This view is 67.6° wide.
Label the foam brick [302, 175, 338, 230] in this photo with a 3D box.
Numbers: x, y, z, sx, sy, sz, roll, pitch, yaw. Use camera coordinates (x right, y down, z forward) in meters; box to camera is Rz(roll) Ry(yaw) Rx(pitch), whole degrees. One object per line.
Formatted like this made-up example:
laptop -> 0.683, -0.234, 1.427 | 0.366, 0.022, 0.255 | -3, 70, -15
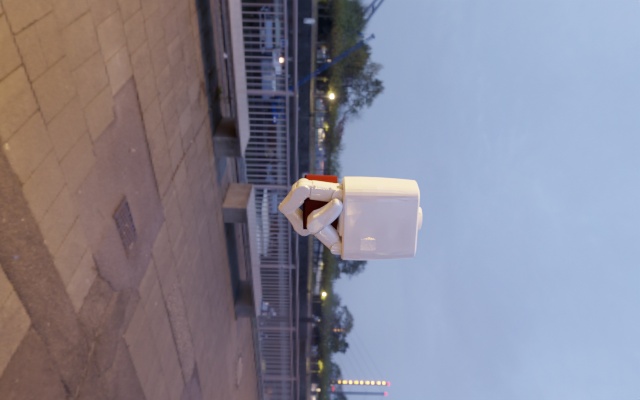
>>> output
foam brick -> 0.000, 0.002, 0.718 | 0.051, 0.053, 0.078 | 0, 32, 0
